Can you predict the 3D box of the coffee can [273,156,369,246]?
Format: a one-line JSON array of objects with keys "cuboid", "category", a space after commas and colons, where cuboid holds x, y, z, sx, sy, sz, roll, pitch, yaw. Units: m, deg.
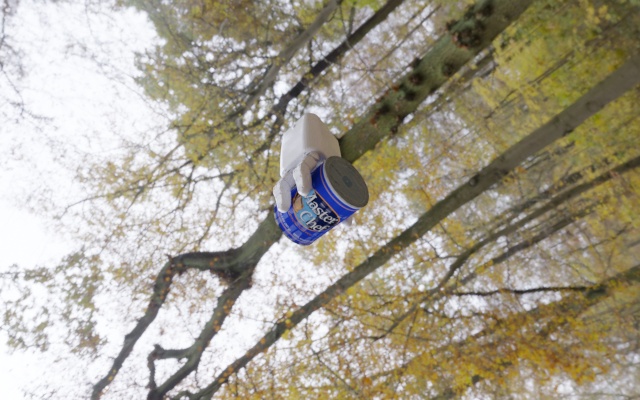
[{"cuboid": [0.000, 0.003, 0.838, 0.140, 0.102, 0.103, -38, -23, 33], "category": "coffee can"}]
